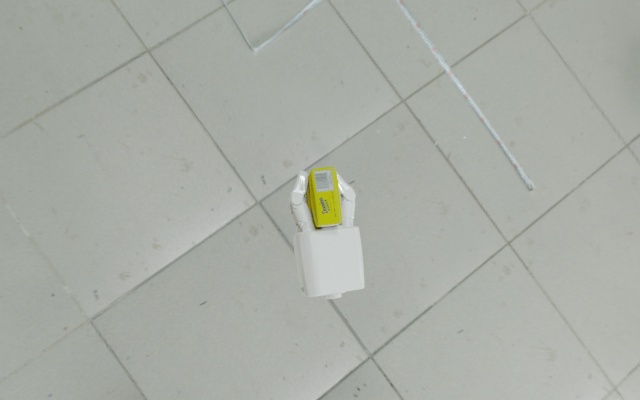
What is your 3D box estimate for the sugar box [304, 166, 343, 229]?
[{"bbox_3d":[0.000,0.003,0.832,0.048,0.093,0.176,-6,-7,-9],"label":"sugar box"}]
